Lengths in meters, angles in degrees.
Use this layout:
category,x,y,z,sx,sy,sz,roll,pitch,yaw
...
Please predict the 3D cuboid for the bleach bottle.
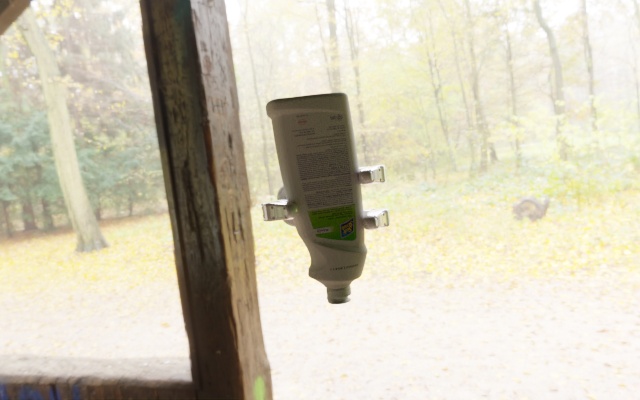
category,x,y,z,sx,sy,sz,roll,pitch,yaw
bleach bottle,0.000,0.002,0.580,0.102,0.251,0.068,-8,5,-6
